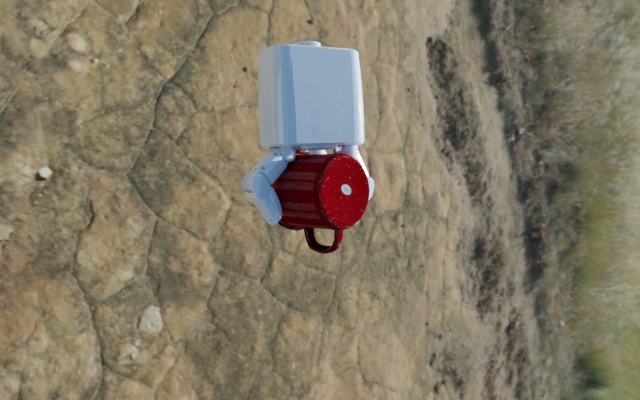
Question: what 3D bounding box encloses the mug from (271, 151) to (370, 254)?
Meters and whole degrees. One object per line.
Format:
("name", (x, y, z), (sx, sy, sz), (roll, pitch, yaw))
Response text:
("mug", (0.000, 0.003, 0.530), (0.093, 0.117, 0.081), (-8, 7, -42))
